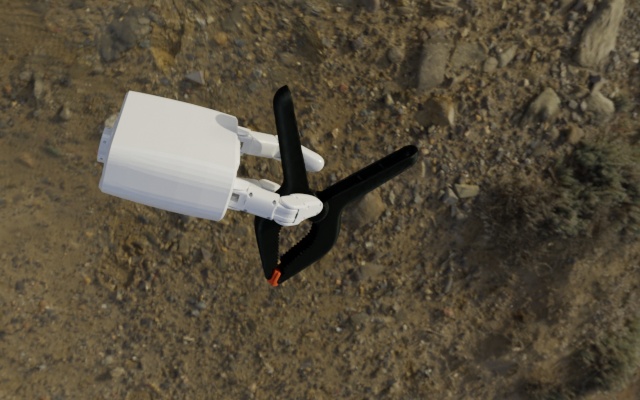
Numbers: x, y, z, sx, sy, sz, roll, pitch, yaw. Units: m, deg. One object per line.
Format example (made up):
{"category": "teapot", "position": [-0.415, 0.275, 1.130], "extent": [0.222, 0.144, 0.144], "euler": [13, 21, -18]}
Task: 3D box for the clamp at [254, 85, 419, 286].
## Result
{"category": "clamp", "position": [0.000, 0.002, 0.504], "extent": [0.164, 0.210, 0.036], "euler": [14, 22, -19]}
